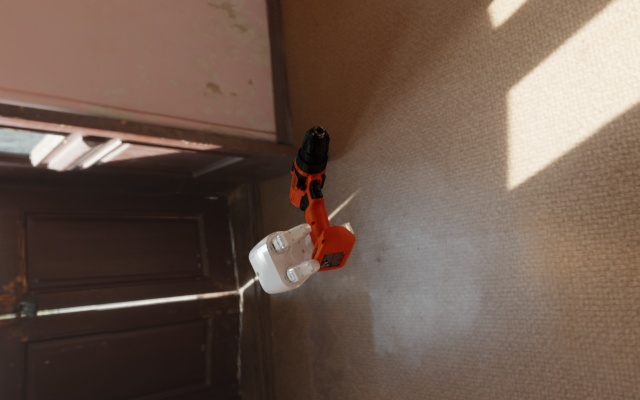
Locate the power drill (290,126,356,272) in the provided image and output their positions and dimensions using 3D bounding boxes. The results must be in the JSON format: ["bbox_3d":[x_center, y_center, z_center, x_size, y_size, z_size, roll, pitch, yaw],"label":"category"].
[{"bbox_3d":[0.000,0.003,0.754,0.057,0.187,0.185,-6,-33,-15],"label":"power drill"}]
